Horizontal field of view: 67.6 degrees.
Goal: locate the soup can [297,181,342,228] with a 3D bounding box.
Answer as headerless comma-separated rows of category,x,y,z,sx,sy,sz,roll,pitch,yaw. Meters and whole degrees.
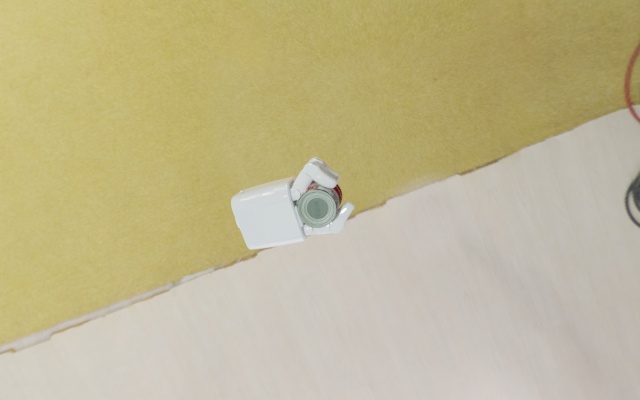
soup can,0.001,0.003,0.826,0.068,0.068,0.102,0,12,7
